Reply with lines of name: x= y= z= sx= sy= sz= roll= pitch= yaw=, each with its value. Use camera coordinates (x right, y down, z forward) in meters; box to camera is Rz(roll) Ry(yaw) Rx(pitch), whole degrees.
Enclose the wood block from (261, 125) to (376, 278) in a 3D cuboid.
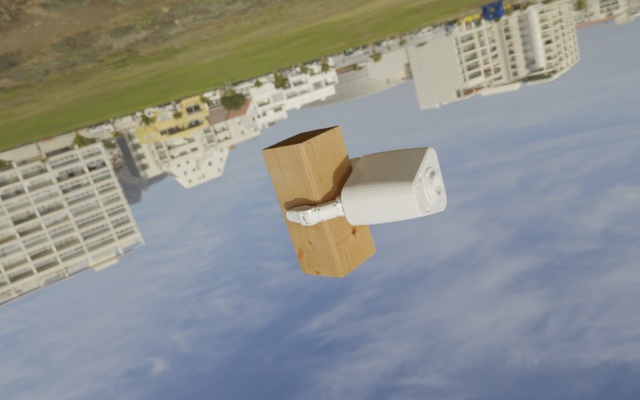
wood block: x=0.000 y=0.003 z=0.724 sx=0.090 sy=0.206 sz=0.090 roll=-2 pitch=21 yaw=45
